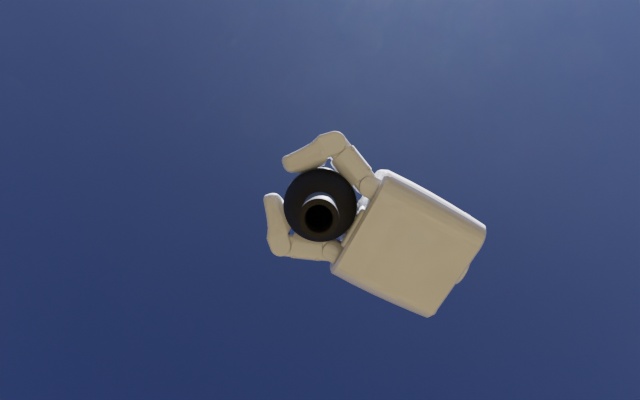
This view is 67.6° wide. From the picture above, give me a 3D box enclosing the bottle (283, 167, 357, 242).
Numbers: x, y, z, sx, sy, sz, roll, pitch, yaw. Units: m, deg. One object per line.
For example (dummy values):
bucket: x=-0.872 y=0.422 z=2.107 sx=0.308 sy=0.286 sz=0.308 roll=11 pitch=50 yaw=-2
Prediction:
bottle: x=0.000 y=0.001 z=0.464 sx=0.069 sy=0.069 sz=0.295 roll=0 pitch=4 yaw=0
